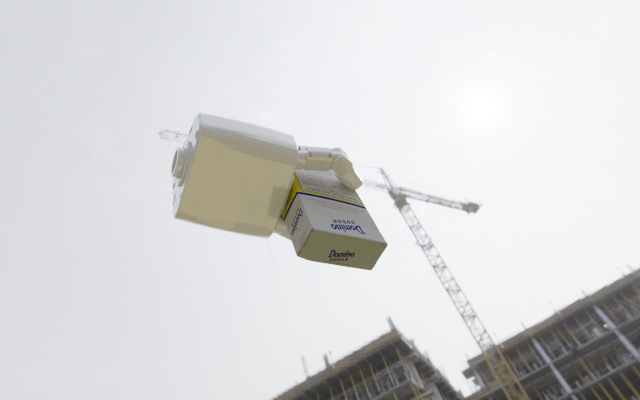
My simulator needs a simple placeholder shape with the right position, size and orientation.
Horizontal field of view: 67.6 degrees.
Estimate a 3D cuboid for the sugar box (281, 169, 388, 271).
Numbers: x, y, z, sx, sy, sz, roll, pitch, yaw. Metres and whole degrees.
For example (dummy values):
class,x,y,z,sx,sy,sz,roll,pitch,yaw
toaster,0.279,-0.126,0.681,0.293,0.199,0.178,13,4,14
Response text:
class,x,y,z,sx,sy,sz,roll,pitch,yaw
sugar box,0.000,0.002,0.547,0.093,0.048,0.176,13,32,-26
